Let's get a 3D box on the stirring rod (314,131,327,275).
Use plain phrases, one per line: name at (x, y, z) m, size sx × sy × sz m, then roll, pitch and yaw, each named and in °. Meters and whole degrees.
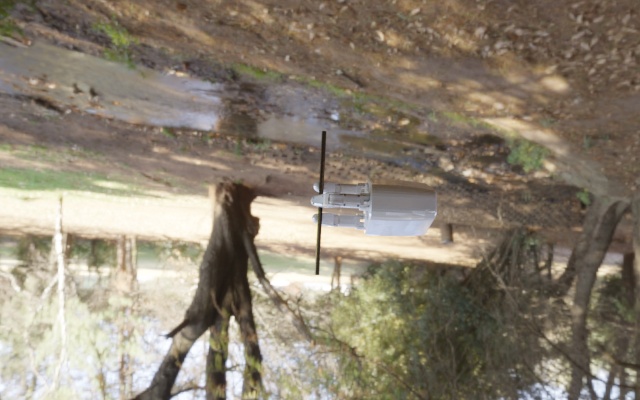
stirring rod at (0.000, 0.002, 0.793) m, size 0.011 × 0.239 × 0.011 m, roll 3°, pitch -6°, yaw 0°
